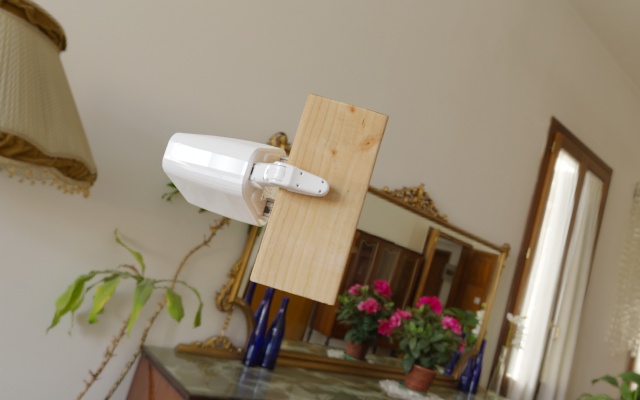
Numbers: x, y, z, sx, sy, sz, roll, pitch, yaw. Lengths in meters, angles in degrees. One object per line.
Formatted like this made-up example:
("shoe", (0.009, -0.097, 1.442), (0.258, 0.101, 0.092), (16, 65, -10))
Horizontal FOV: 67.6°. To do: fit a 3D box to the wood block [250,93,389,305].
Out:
("wood block", (0.000, 0.001, 0.532), (0.090, 0.206, 0.091), (17, -8, 1))
